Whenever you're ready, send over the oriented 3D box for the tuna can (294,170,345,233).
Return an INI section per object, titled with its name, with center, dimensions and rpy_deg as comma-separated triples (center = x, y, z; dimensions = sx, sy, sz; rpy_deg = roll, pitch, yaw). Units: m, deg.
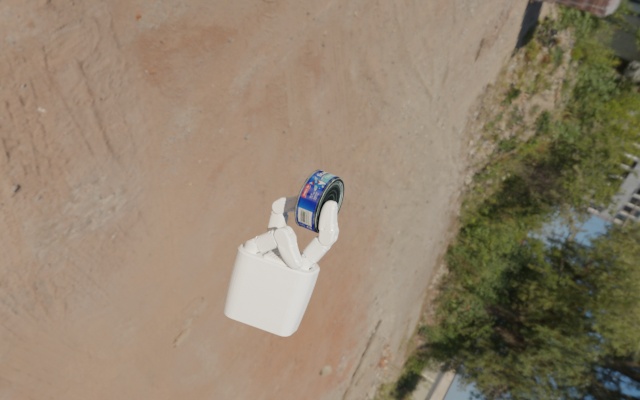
[tuna can]
center = 0.001, 0.002, 0.672
dimensions = 0.033, 0.086, 0.086
rpy_deg = 21, 8, 23
